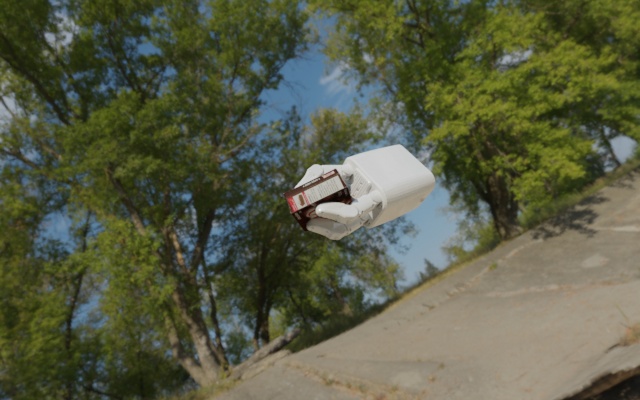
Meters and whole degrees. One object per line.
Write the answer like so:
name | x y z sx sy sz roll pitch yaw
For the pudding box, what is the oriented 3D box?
pudding box | 0.000 0.002 0.727 0.090 0.039 0.113 -26 -22 1
